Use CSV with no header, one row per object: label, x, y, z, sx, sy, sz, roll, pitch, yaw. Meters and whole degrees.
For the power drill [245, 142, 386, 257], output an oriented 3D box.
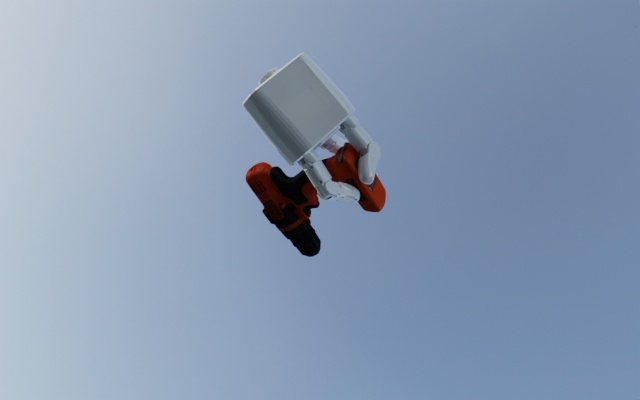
power drill,0.000,0.002,0.725,0.188,0.184,0.057,-19,31,30
